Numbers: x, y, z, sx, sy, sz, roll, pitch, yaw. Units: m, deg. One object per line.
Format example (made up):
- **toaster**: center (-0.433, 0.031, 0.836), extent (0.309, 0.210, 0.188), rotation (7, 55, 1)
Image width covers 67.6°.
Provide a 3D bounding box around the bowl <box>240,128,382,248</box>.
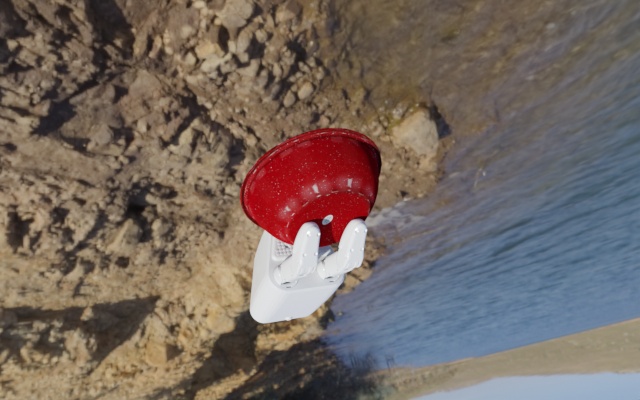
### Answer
- **bowl**: center (0.000, 0.001, 0.505), extent (0.162, 0.055, 0.162), rotation (-15, -38, -12)
